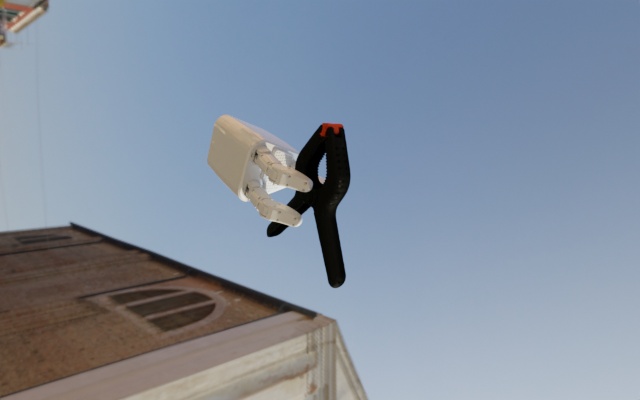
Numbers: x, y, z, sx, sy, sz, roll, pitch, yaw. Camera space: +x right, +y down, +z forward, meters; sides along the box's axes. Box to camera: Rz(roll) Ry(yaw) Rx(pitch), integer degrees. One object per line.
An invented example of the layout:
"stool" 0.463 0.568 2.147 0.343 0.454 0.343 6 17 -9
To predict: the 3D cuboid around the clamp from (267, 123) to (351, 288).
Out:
"clamp" 0.001 0.001 0.644 0.036 0.210 0.164 -6 34 -43
